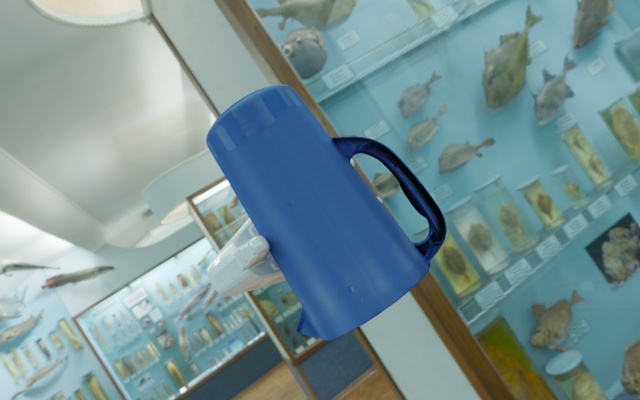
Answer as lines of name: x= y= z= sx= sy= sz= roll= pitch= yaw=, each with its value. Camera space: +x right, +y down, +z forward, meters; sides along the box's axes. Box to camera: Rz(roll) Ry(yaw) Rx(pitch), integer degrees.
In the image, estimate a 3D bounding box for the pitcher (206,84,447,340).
pitcher: x=0.000 y=0.002 z=0.489 sx=0.149 sy=0.243 sz=0.145 roll=-31 pitch=-4 yaw=-39
